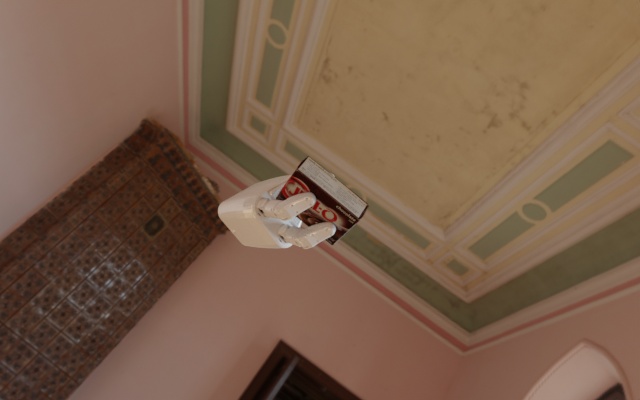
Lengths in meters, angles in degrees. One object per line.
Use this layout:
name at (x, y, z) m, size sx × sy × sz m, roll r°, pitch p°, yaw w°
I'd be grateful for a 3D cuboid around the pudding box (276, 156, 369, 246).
pudding box at (0.000, 0.002, 0.679) m, size 0.113 × 0.039 × 0.090 m, roll 37°, pitch -36°, yaw -3°
